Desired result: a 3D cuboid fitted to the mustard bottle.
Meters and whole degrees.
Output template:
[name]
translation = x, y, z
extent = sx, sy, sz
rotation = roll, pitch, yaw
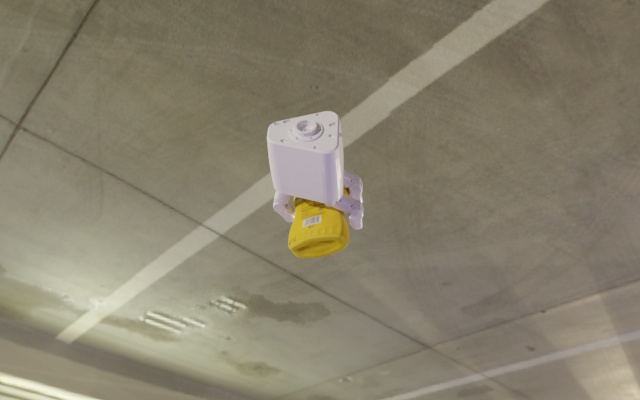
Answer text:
[mustard bottle]
translation = 0.000, 0.003, 0.810
extent = 0.096, 0.191, 0.058
rotation = -17, -45, 21
